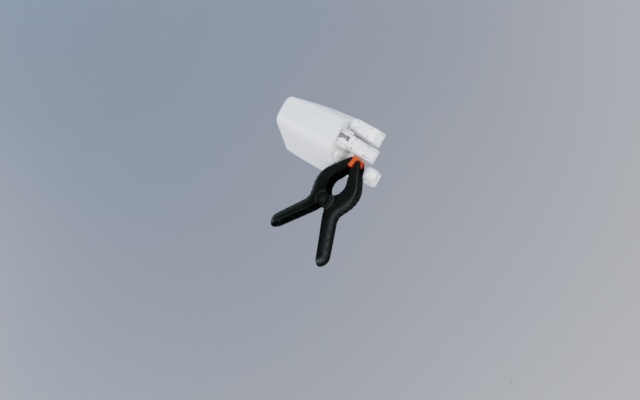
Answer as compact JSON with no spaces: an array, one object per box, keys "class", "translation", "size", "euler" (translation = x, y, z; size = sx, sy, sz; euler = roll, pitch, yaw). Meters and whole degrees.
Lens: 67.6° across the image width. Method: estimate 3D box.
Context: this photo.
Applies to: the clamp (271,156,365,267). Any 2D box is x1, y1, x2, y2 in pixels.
[{"class":"clamp","translation":[0.000,0.002,0.731],"size":[0.120,0.171,0.039],"euler":[29,-6,24]}]
